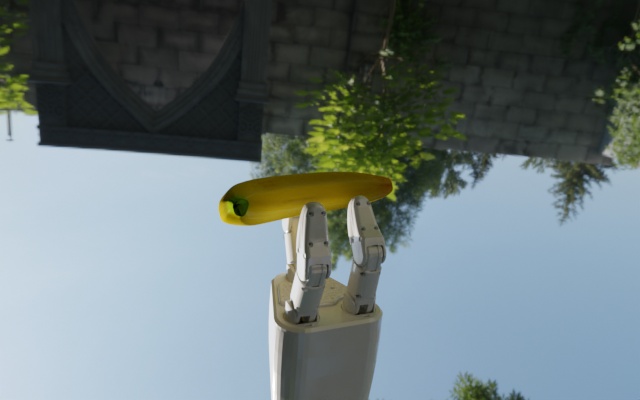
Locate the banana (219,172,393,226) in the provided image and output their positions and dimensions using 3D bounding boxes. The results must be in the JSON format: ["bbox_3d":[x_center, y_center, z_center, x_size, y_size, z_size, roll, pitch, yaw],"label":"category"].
[{"bbox_3d":[-0.016,-0.002,0.411,0.069,0.037,0.198,14,16,38],"label":"banana"}]
